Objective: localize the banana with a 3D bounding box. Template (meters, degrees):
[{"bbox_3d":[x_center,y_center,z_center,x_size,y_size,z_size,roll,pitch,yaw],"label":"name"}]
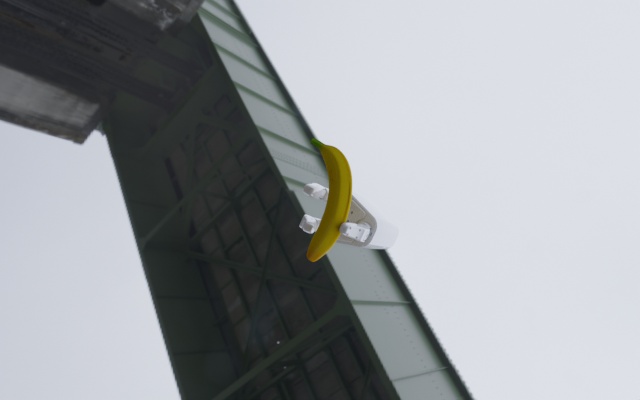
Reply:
[{"bbox_3d":[0.017,-0.001,0.753,0.069,0.198,0.037,-1,-8,29],"label":"banana"}]
